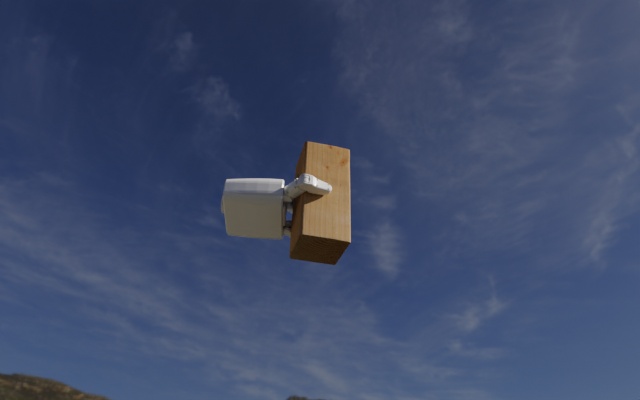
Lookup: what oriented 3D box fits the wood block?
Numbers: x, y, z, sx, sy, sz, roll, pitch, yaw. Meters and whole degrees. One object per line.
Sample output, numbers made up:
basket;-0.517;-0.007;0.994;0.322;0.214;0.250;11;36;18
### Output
wood block;0.000;0.003;0.882;0.090;0.206;0.091;10;-35;-12
